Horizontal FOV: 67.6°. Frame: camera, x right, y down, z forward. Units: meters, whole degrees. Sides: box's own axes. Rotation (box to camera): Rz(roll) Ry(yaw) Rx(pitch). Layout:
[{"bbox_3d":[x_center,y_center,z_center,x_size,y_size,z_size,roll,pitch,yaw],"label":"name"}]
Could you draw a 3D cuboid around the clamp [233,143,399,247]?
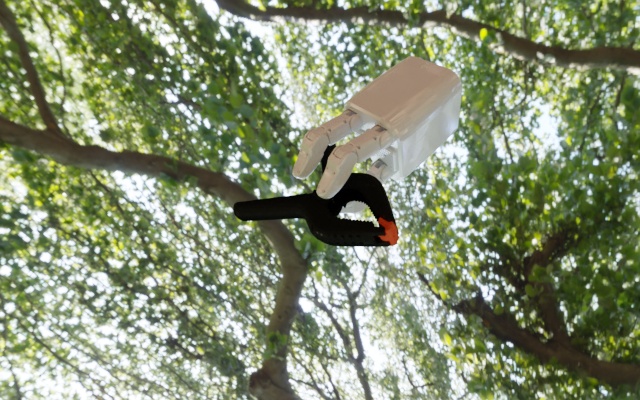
[{"bbox_3d":[0.001,0.002,0.545,0.210,0.164,0.036,40,-14,45],"label":"clamp"}]
